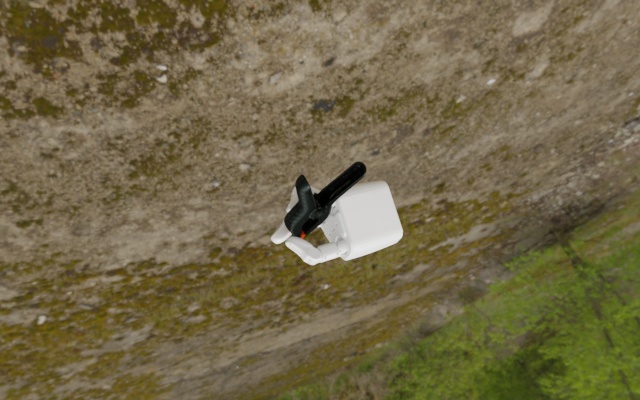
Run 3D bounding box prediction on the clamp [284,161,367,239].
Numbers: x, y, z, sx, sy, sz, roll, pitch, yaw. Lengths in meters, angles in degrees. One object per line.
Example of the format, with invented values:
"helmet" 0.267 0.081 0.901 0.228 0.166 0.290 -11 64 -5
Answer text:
"clamp" 0.000 0.003 0.721 0.120 0.039 0.172 -14 -25 -26
